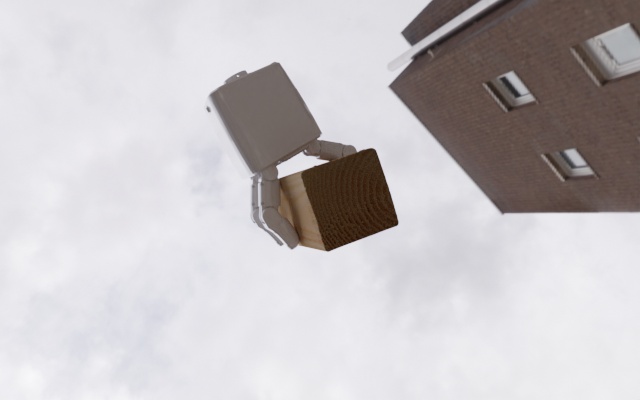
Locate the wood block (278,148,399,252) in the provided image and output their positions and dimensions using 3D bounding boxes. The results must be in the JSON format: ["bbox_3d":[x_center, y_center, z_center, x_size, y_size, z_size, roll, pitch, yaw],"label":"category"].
[{"bbox_3d":[0.000,0.001,0.591,0.091,0.090,0.206,-20,5,-18],"label":"wood block"}]
